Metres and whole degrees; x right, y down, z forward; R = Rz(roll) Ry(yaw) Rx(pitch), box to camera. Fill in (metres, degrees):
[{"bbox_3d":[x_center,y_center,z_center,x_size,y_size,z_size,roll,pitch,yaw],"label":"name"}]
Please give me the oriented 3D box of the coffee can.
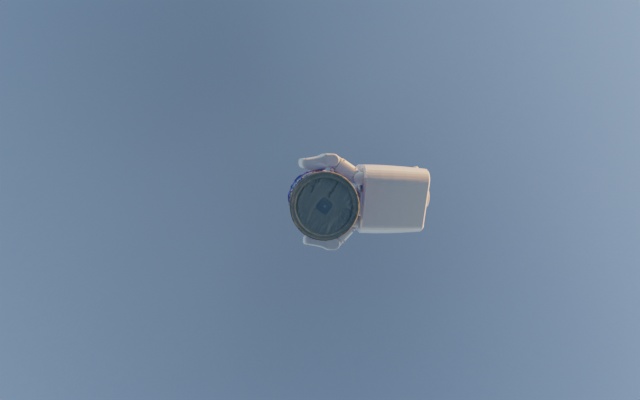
[{"bbox_3d":[0.000,0.003,0.764,0.103,0.103,0.140,0,5,-5],"label":"coffee can"}]
